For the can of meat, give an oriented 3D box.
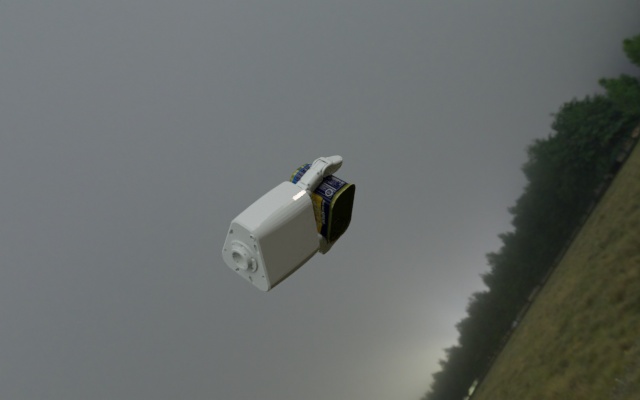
[{"bbox_3d":[0.000,0.002,0.727,0.084,0.102,0.057,30,49,25],"label":"can of meat"}]
